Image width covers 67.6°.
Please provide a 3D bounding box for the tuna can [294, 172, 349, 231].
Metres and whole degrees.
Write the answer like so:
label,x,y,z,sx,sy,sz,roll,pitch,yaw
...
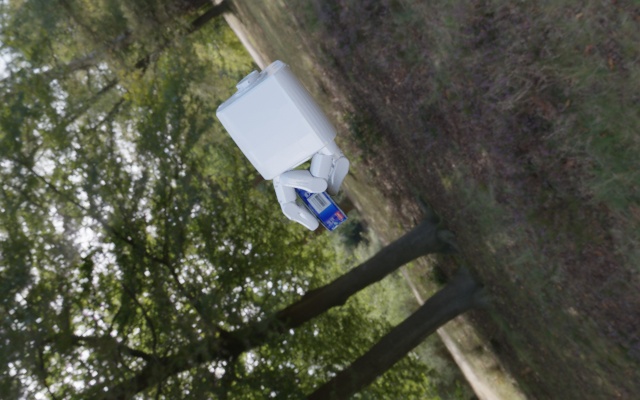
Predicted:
label,x,y,z,sx,sy,sz,roll,pitch,yaw
tuna can,0.000,0.003,0.678,0.034,0.086,0.086,-40,-2,2
